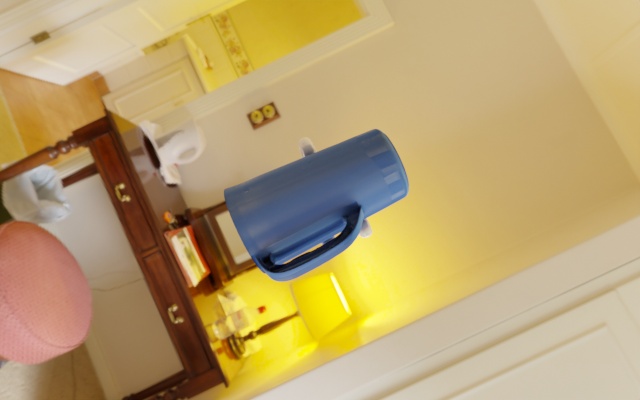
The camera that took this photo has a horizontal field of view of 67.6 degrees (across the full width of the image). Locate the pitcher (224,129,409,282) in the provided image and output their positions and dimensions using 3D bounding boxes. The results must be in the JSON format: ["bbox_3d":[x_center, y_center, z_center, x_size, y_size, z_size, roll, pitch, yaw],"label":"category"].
[{"bbox_3d":[0.000,0.002,0.673,0.243,0.149,0.145,-25,0,0],"label":"pitcher"}]
